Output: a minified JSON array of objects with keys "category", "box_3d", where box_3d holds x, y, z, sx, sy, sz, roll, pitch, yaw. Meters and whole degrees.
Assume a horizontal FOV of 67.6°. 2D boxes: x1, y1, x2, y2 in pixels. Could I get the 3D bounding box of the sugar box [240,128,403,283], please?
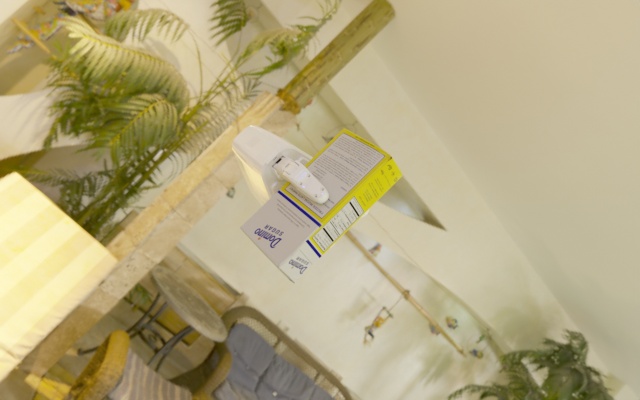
[{"category":"sugar box","box_3d":[0.000,0.002,0.553,0.093,0.176,0.048,38,-9,45]}]
